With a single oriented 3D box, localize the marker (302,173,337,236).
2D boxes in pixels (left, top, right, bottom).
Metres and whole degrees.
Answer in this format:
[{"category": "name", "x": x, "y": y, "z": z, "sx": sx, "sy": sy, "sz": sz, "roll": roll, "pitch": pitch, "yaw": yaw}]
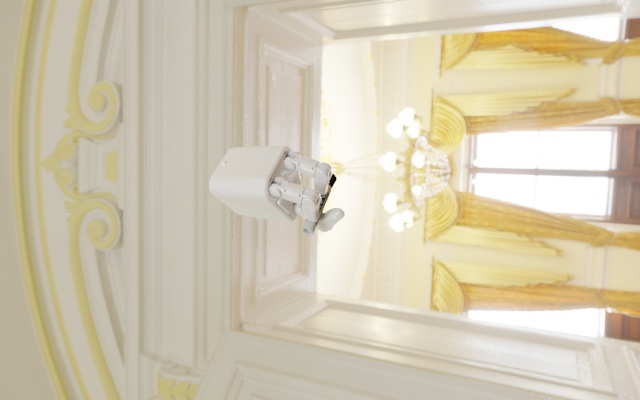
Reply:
[{"category": "marker", "x": 0.000, "y": 0.002, "z": 0.741, "sx": 0.020, "sy": 0.121, "sz": 0.020, "roll": 15, "pitch": -38, "yaw": 12}]
